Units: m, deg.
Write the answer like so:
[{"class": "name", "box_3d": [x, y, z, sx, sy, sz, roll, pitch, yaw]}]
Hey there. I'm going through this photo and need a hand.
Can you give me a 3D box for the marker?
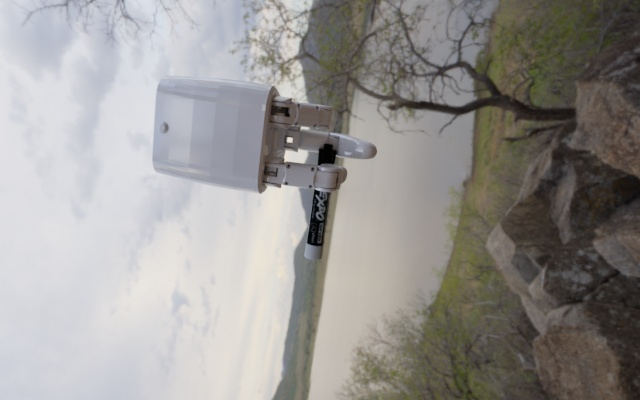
[{"class": "marker", "box_3d": [0.000, 0.002, 0.496, 0.020, 0.121, 0.020, 8, 10, -1]}]
